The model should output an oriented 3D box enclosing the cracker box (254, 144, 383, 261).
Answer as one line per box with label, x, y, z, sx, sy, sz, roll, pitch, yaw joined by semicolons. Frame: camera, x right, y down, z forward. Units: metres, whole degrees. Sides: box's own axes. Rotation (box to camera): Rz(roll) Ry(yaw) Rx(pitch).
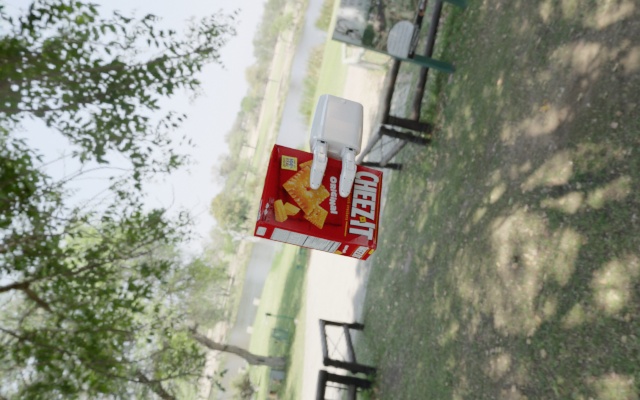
cracker box;0.000;0.003;0.868;0.214;0.164;0.072;13;-28;-9
